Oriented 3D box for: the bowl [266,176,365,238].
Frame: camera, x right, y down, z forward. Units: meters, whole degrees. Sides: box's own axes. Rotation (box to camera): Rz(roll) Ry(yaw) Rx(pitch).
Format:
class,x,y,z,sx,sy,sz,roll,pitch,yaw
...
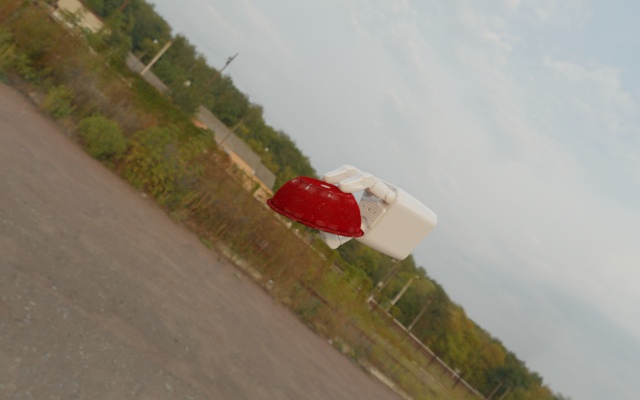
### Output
class,x,y,z,sx,sy,sz,roll,pitch,yaw
bowl,-0.001,0.002,0.743,0.162,0.055,0.162,18,9,-3
